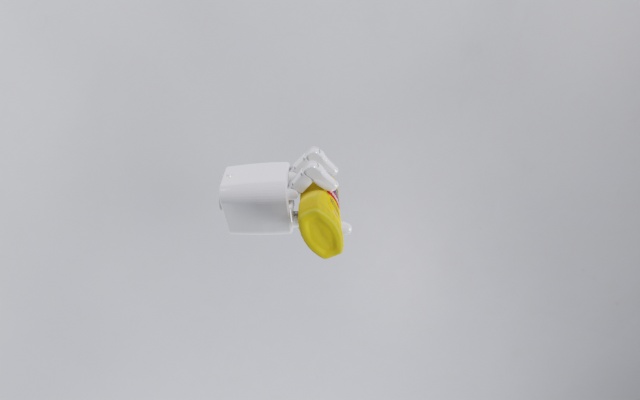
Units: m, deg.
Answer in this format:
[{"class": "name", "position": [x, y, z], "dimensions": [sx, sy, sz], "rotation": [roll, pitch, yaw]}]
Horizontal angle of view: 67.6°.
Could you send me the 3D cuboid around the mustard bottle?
[{"class": "mustard bottle", "position": [0.000, 0.003, 0.780], "dimensions": [0.058, 0.096, 0.191], "rotation": [-24, 29, 13]}]
